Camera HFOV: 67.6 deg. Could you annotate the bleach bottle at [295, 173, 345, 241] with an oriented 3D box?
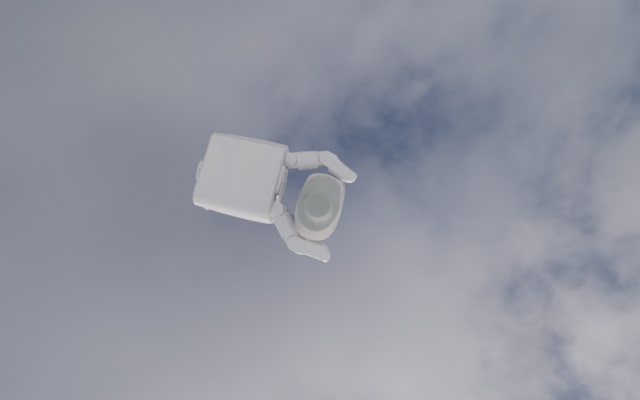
[{"bbox_3d":[0.000,0.002,0.653,0.068,0.102,0.251,12,-3,1],"label":"bleach bottle"}]
